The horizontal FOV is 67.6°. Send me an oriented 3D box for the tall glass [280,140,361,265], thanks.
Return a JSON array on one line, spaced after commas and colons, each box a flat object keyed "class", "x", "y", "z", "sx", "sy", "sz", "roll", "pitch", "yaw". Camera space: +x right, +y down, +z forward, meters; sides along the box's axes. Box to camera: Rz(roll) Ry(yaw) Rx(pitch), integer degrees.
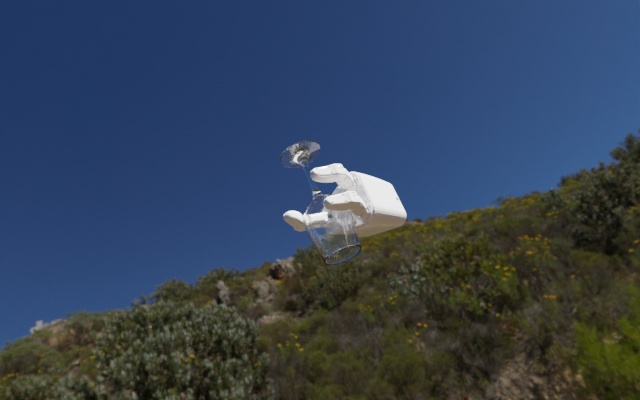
[{"class": "tall glass", "x": 0.000, "y": 0.002, "z": 0.777, "sx": 0.079, "sy": 0.201, "sz": 0.079, "roll": -18, "pitch": -27, "yaw": -9}]
